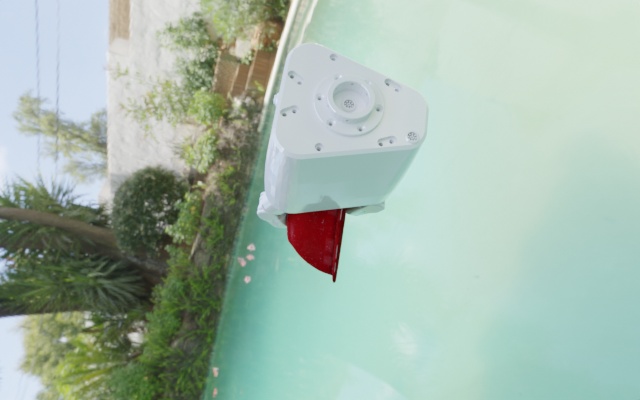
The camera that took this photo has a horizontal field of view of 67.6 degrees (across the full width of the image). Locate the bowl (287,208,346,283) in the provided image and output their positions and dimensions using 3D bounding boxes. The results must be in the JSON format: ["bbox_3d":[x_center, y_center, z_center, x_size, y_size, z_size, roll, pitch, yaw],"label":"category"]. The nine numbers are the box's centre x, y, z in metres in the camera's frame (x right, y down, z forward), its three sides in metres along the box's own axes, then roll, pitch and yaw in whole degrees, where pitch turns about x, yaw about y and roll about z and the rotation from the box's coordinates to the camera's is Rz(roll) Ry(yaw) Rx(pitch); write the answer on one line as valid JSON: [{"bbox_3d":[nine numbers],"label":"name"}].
[{"bbox_3d":[0.000,0.002,0.500,0.055,0.162,0.162,7,0,5],"label":"bowl"}]
